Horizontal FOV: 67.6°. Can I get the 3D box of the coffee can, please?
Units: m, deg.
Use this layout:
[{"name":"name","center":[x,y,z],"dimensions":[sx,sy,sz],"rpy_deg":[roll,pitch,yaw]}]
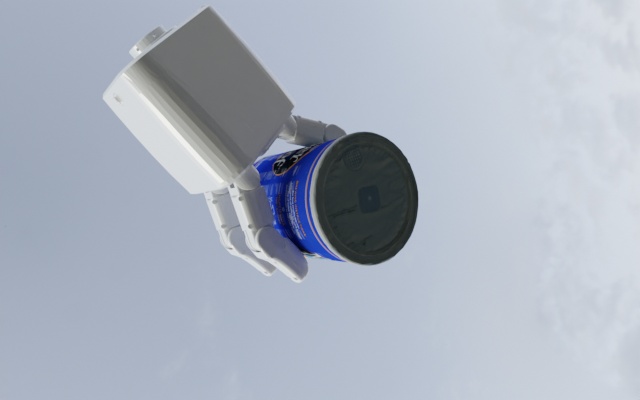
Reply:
[{"name":"coffee can","center":[0.000,0.001,0.421],"dimensions":[0.103,0.103,0.140],"rpy_deg":[0,-3,-33]}]
